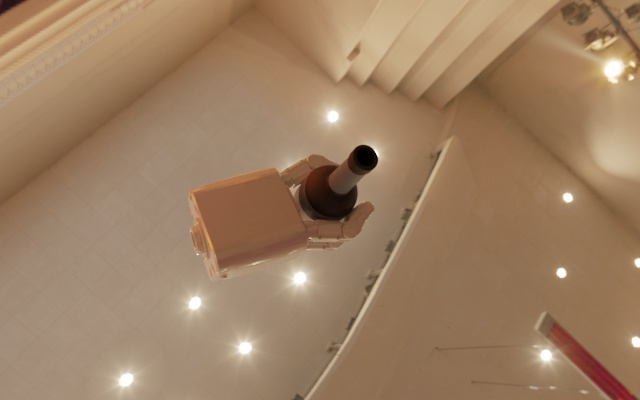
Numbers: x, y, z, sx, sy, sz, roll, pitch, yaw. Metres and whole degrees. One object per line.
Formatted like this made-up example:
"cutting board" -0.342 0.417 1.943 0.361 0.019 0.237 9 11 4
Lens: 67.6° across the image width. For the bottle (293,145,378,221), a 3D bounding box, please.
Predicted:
"bottle" 0.000 0.002 0.596 0.069 0.069 0.296 0 -17 -18
